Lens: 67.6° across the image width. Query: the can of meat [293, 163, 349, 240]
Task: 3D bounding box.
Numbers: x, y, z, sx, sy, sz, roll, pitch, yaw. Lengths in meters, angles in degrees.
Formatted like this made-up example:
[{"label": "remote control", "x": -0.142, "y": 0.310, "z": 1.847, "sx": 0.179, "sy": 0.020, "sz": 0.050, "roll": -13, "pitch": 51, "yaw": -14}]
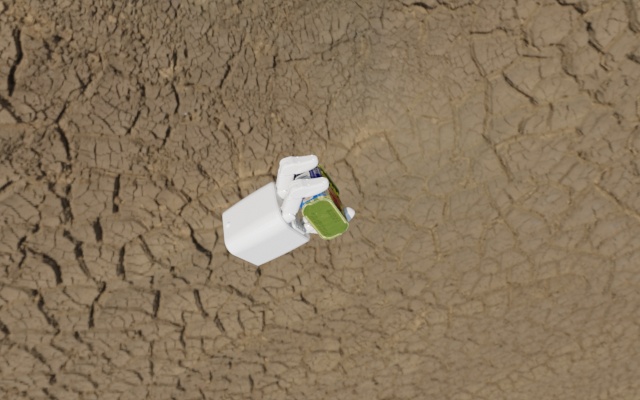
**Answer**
[{"label": "can of meat", "x": 0.000, "y": 0.003, "z": 0.776, "sx": 0.057, "sy": 0.084, "sz": 0.102, "roll": -28, "pitch": -46, "yaw": 11}]
